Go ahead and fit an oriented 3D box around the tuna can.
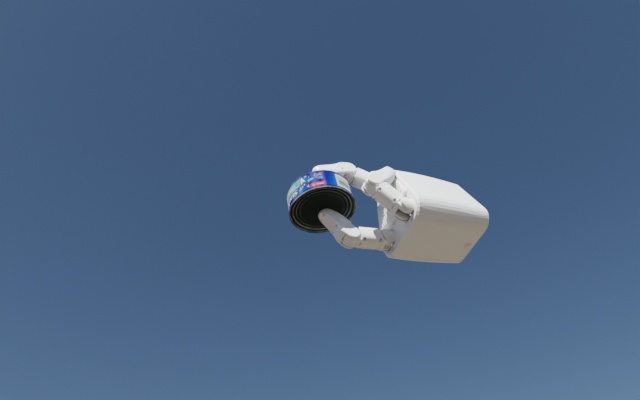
[{"bbox_3d":[0.000,0.002,0.614,0.086,0.033,0.086,-7,-43,-7],"label":"tuna can"}]
